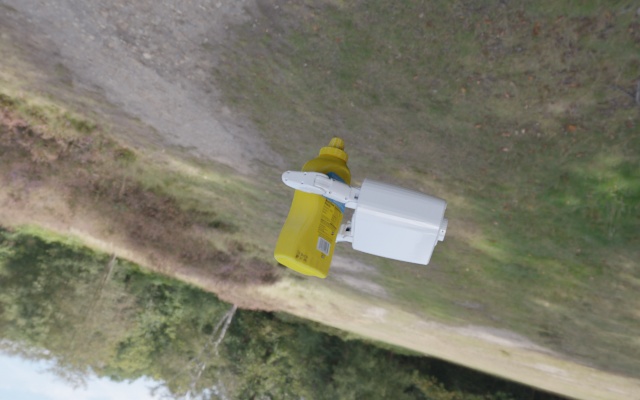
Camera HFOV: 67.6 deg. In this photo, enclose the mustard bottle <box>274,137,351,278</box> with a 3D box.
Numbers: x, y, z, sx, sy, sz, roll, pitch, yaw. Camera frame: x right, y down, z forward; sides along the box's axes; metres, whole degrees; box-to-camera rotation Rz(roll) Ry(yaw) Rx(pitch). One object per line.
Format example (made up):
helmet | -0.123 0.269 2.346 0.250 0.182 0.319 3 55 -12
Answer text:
mustard bottle | 0.000 0.002 0.650 0.058 0.191 0.096 6 -19 34
